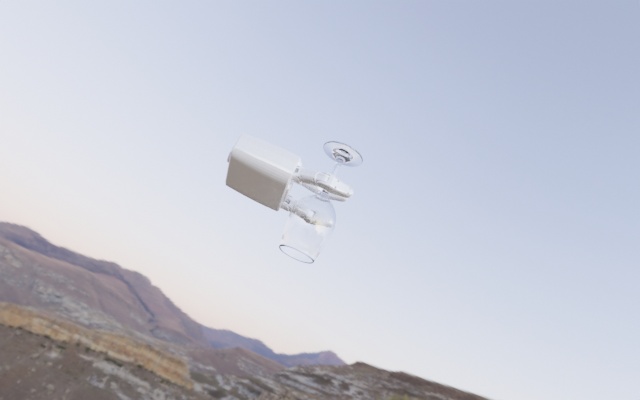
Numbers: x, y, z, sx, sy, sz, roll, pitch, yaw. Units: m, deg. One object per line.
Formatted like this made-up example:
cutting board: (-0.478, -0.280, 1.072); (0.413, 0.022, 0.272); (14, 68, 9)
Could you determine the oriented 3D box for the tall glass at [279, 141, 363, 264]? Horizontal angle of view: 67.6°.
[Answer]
tall glass: (0.001, 0.002, 0.798); (0.079, 0.201, 0.079); (21, -21, 9)
